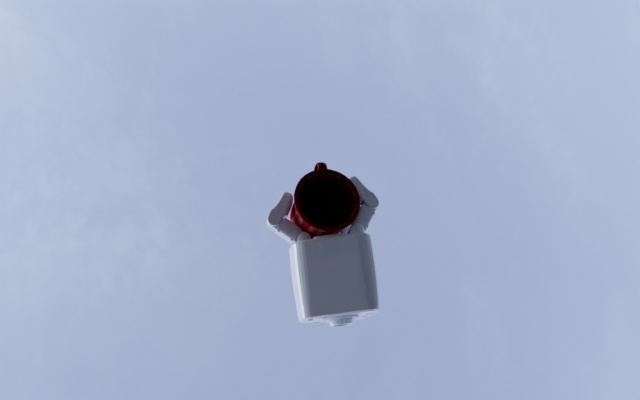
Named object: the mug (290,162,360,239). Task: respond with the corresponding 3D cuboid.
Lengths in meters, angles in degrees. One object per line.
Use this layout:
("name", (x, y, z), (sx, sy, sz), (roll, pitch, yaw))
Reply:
("mug", (0.000, 0.001, 0.691), (0.093, 0.117, 0.081), (-1, -22, -13))
